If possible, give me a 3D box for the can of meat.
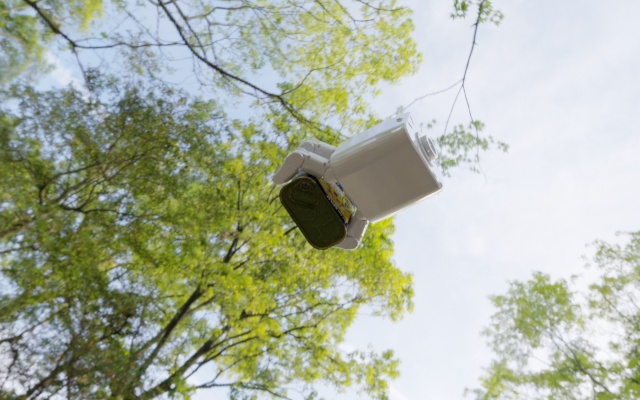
[{"bbox_3d":[0.000,0.002,0.649,0.057,0.102,0.084,-29,13,25],"label":"can of meat"}]
